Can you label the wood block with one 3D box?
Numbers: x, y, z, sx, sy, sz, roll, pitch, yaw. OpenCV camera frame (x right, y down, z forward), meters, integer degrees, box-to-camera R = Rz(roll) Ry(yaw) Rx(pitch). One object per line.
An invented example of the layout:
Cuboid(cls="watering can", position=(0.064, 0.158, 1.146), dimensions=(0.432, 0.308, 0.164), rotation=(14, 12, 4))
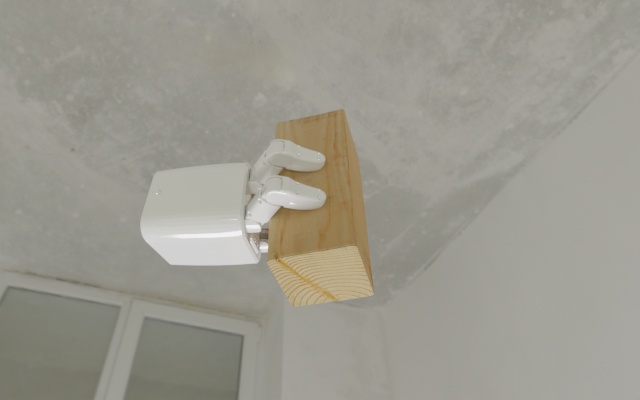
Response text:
Cuboid(cls="wood block", position=(0.000, 0.002, 0.537), dimensions=(0.090, 0.206, 0.091), rotation=(-11, -44, 10))
